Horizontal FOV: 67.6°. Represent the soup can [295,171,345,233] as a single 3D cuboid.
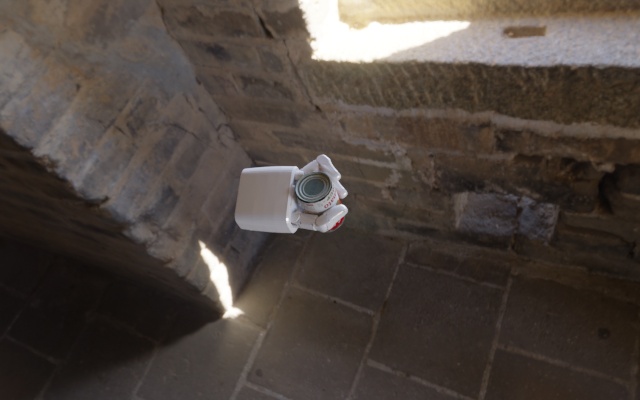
[{"bbox_3d":[0.001,0.003,0.851,0.068,0.068,0.102,0,-33,17],"label":"soup can"}]
